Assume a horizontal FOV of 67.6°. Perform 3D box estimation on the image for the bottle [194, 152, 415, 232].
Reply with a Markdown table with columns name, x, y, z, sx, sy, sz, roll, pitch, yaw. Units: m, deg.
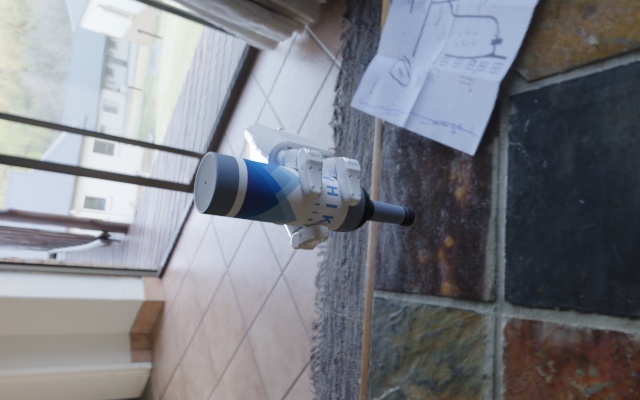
| name | x | y | z | sx | sy | sz | roll | pitch | yaw |
| --- | --- | --- | --- | --- | --- | --- | --- | --- | --- |
| bottle | 0.000 | 0.002 | 0.582 | 0.296 | 0.069 | 0.069 | 10 | -5 | -33 |
